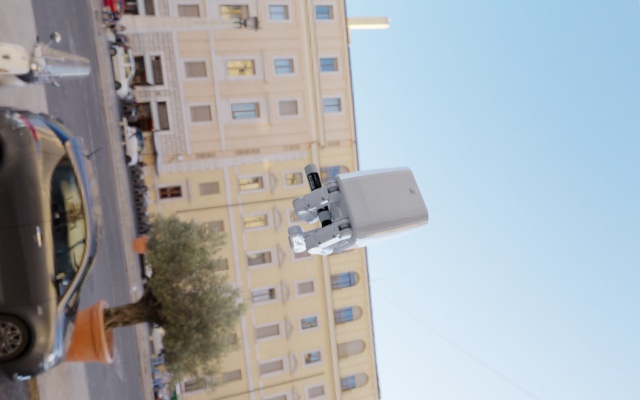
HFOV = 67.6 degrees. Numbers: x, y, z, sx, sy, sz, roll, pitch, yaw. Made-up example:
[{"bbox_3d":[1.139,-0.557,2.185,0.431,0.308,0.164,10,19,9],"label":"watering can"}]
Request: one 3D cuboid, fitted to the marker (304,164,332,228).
[{"bbox_3d":[0.000,0.002,0.681,0.020,0.121,0.020,-13,-26,-7],"label":"marker"}]
